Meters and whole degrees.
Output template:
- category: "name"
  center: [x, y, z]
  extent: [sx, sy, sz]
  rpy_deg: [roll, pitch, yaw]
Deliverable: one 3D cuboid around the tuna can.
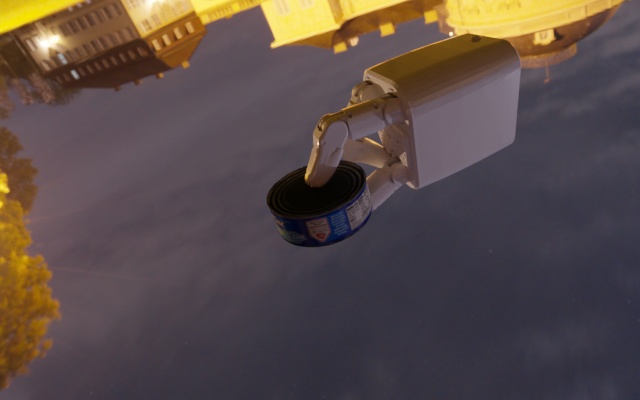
- category: "tuna can"
  center: [0.000, 0.002, 0.406]
  extent: [0.086, 0.034, 0.086]
  rpy_deg: [-13, 31, 8]
